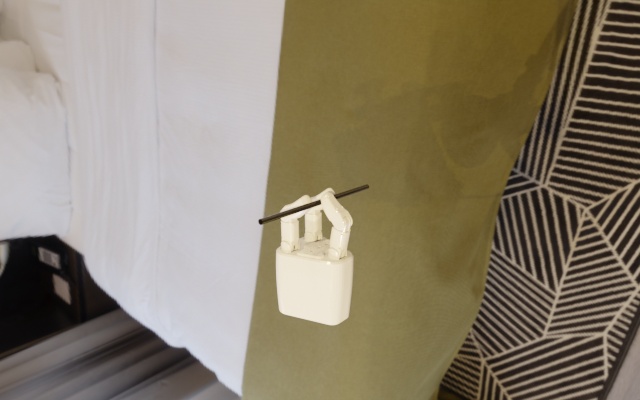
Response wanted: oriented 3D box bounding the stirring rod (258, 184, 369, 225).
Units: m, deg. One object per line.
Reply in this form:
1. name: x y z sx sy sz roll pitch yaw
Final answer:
1. stirring rod: 0.000 0.002 0.698 0.011 0.011 0.239 0 12 41
